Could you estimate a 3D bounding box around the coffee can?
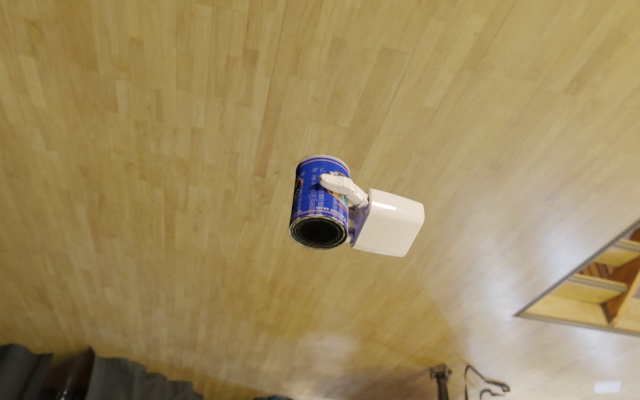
[{"bbox_3d":[0.000,0.003,0.856,0.103,0.140,0.103,3,-39,2],"label":"coffee can"}]
